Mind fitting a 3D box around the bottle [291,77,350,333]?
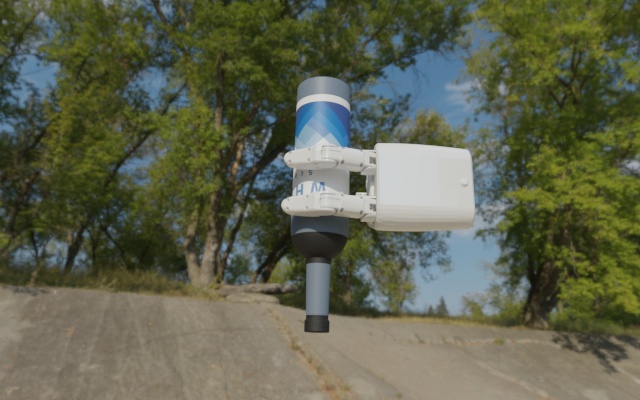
[{"bbox_3d":[0.000,0.002,0.558,0.069,0.295,0.069,2,-17,0],"label":"bottle"}]
